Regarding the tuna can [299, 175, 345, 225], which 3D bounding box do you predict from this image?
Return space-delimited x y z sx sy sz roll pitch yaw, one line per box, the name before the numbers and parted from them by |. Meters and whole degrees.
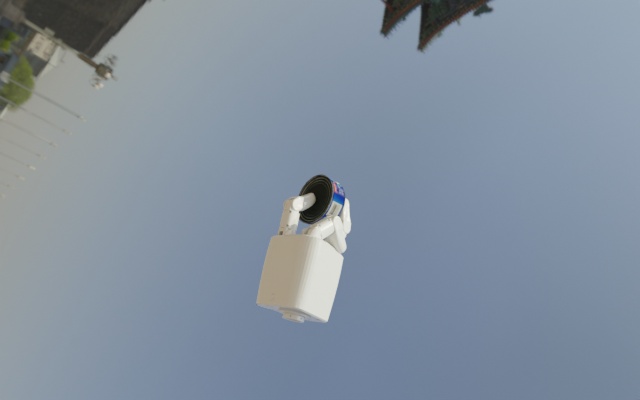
tuna can | 0.001 0.003 0.792 0.034 0.086 0.086 26 -17 -38
